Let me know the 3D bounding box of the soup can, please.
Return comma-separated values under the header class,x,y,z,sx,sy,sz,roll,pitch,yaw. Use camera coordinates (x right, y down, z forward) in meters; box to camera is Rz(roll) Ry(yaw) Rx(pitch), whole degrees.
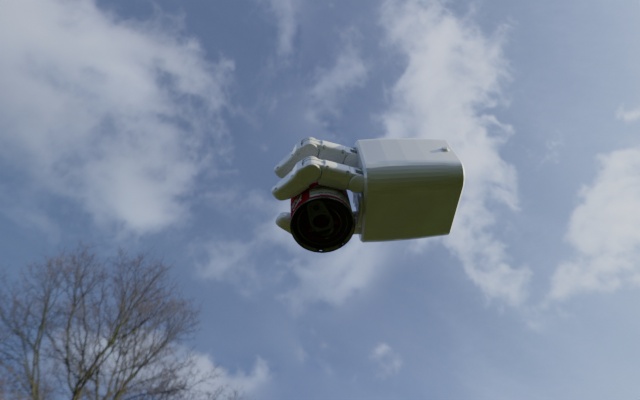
class,x,y,z,sx,sy,sz,roll,pitch,yaw
soup can,0.000,0.002,0.536,0.068,0.068,0.102,0,29,-3
